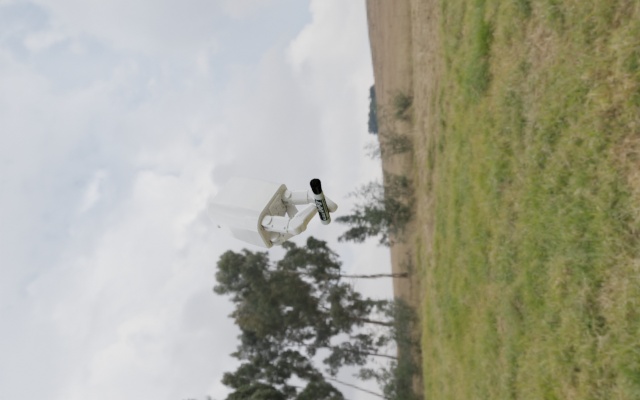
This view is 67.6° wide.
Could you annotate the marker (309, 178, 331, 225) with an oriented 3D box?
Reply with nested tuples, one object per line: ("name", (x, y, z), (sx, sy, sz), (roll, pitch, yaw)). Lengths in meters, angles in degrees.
("marker", (0.000, 0.003, 0.793), (0.020, 0.020, 0.121), (0, -33, 11))
